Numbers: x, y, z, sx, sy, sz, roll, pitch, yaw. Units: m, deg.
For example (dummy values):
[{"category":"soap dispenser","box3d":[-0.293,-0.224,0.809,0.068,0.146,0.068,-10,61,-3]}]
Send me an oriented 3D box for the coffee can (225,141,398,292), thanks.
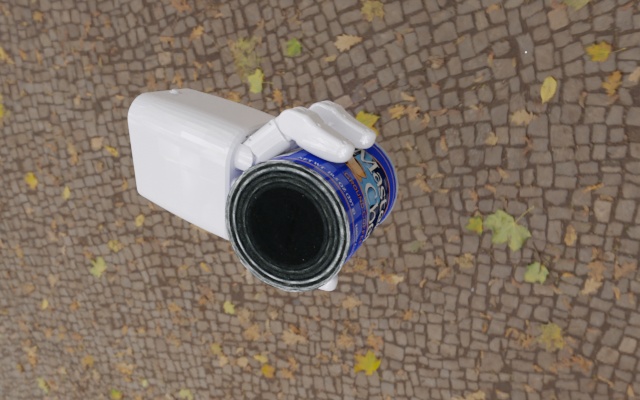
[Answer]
[{"category":"coffee can","box3d":[0.000,0.001,0.410,0.103,0.103,0.140,0,16,23]}]
